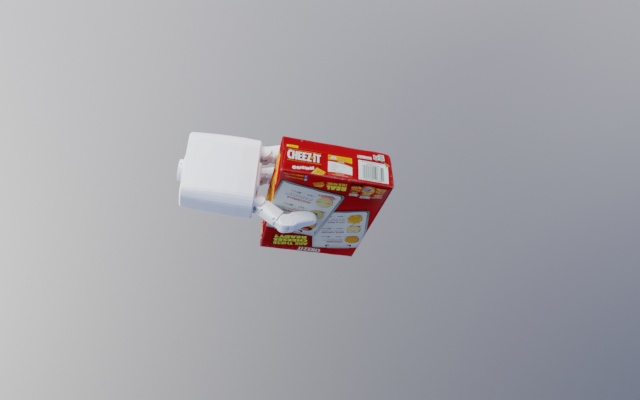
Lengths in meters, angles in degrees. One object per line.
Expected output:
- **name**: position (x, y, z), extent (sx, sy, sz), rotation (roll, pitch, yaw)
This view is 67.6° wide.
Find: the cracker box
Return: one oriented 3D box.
- **cracker box**: position (0.000, 0.003, 0.750), extent (0.164, 0.072, 0.214), rotation (8, -35, -11)
